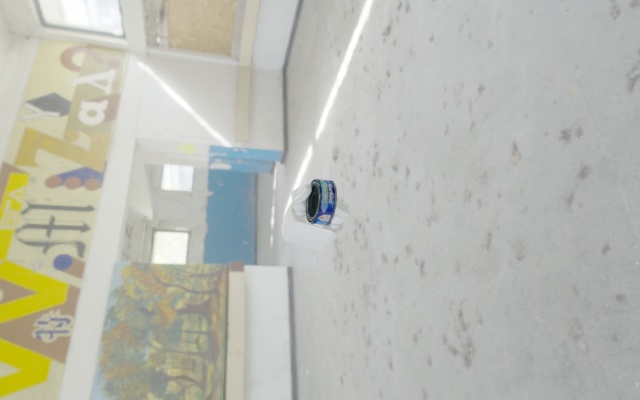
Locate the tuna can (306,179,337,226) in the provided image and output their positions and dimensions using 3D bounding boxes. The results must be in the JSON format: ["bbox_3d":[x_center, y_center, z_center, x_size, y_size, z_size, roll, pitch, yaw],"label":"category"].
[{"bbox_3d":[0.000,0.003,0.887,0.034,0.086,0.086,6,-2,-18],"label":"tuna can"}]
